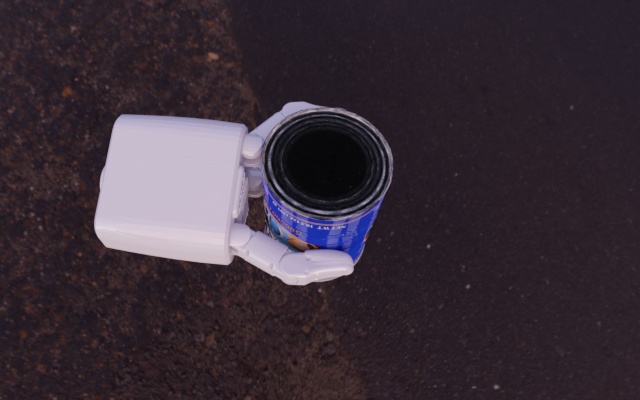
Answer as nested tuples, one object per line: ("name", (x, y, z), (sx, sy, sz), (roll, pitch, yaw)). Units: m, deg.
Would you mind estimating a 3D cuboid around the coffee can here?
("coffee can", (0.000, 0.002, 0.425), (0.103, 0.102, 0.140), (0, -28, -5))
